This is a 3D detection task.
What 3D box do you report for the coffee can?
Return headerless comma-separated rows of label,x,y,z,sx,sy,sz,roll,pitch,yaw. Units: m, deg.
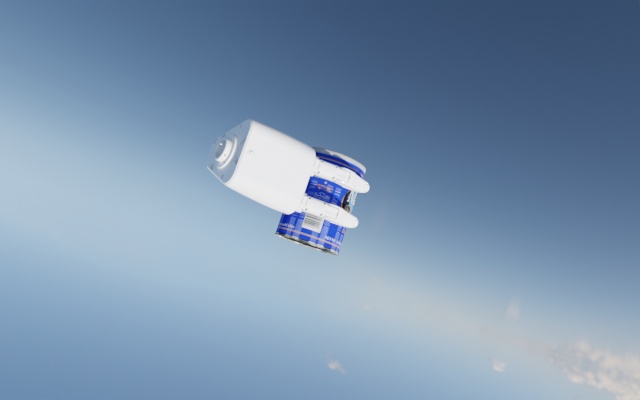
coffee can,0.000,0.002,0.734,0.103,0.140,0.103,18,-9,3
